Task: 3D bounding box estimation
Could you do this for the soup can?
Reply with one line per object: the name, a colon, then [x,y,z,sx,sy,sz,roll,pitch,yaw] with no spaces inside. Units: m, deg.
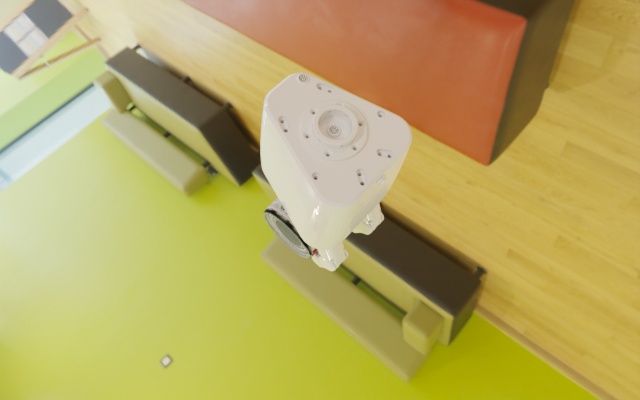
soup can: [0.000,0.002,0.492,0.102,0.068,0.068,-45,17,-18]
